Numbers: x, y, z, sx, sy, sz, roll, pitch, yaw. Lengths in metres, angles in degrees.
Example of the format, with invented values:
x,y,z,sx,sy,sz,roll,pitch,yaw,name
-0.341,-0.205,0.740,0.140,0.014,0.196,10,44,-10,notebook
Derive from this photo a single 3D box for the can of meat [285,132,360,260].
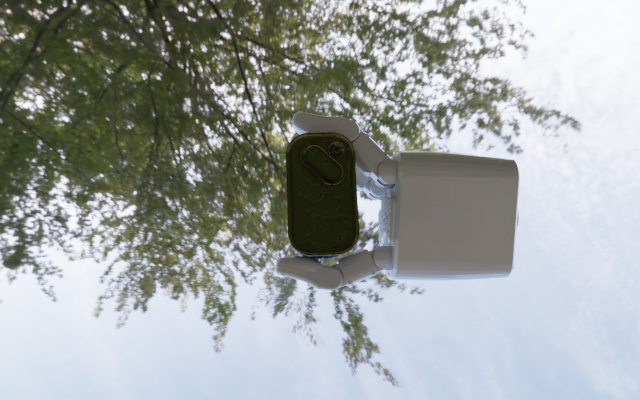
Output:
x,y,z,sx,sy,sz,roll,pitch,yaw,name
0.000,0.002,0.425,0.057,0.102,0.084,-2,-11,-2,can of meat
